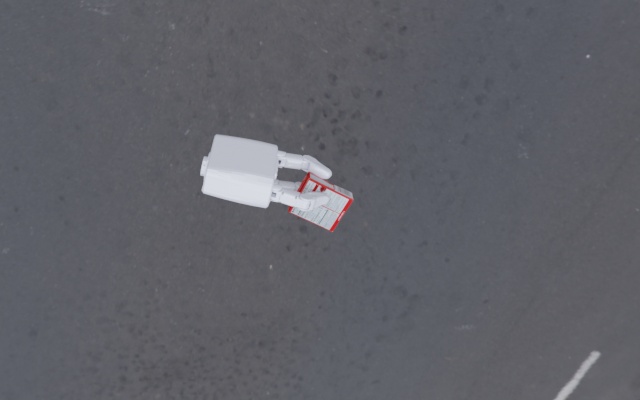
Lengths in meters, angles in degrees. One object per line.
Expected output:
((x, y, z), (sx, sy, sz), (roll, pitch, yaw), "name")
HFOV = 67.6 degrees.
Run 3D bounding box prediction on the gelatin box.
((0.000, 0.003, 0.813), (0.089, 0.073, 0.030), (25, 24, -13), "gelatin box")
